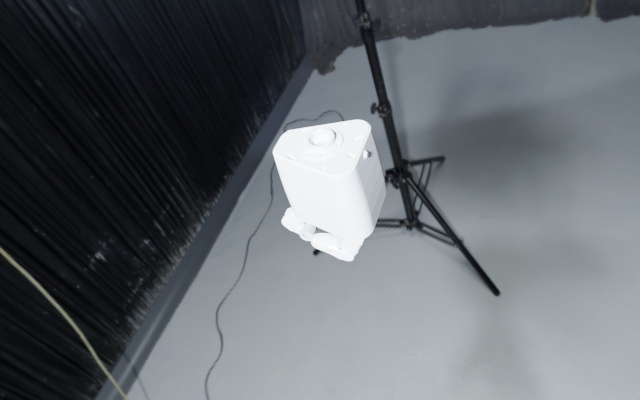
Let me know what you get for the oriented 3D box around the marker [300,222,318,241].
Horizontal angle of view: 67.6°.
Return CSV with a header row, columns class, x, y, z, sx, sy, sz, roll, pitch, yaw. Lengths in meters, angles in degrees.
class,x,y,z,sx,sy,sz,roll,pitch,yaw
marker,0.000,0.002,0.655,0.020,0.121,0.020,15,-37,11
